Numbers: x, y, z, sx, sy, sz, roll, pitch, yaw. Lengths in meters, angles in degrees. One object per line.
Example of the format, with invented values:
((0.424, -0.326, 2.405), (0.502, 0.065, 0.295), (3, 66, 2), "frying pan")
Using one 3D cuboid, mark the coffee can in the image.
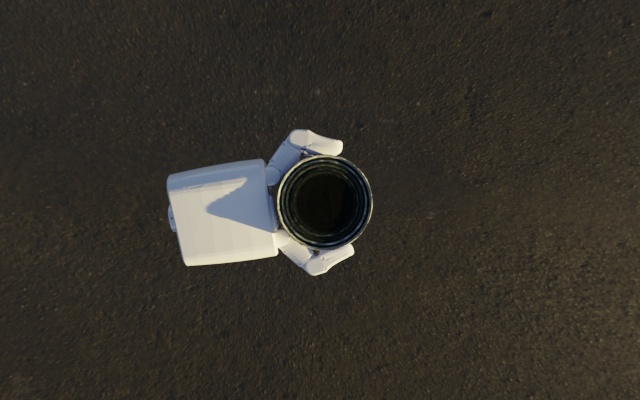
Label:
((0.000, 0.002, 0.572), (0.103, 0.103, 0.140), (0, 0, -4), "coffee can")
